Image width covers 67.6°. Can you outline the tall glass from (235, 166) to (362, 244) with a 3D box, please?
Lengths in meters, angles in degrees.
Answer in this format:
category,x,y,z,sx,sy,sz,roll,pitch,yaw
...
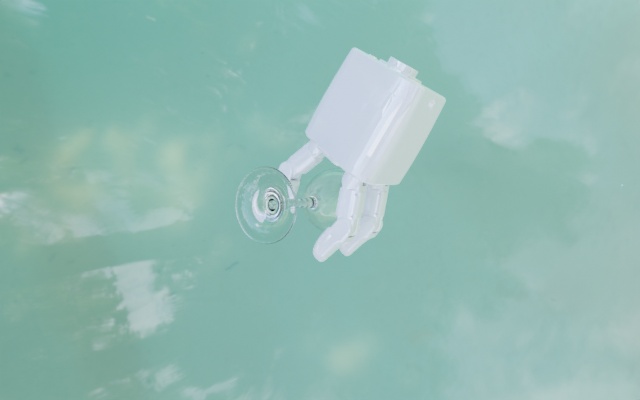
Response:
category,x,y,z,sx,sy,sz,roll,pitch,yaw
tall glass,0.000,0.002,0.538,0.079,0.079,0.201,0,1,32
